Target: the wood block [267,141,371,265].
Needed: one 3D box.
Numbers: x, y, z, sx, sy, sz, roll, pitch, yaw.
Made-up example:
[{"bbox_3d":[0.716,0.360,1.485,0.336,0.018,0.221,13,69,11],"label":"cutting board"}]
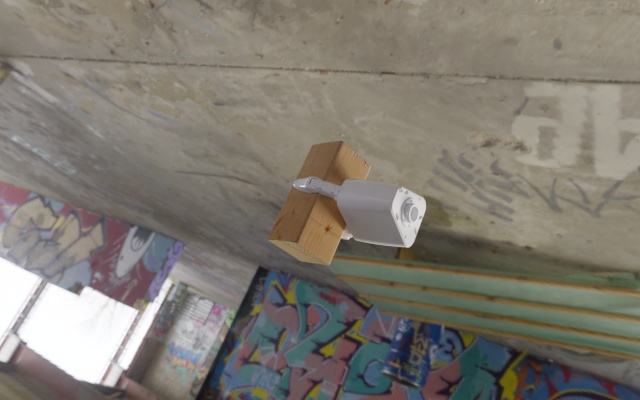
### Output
[{"bbox_3d":[0.000,0.003,0.877,0.091,0.206,0.090,38,-23,-33],"label":"wood block"}]
